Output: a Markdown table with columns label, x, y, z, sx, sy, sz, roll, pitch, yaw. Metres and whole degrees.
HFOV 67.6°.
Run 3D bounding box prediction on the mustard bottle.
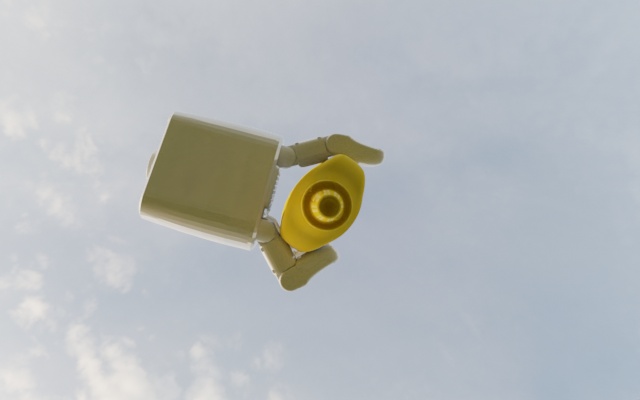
| label | x | y | z | sx | sy | sz | roll | pitch | yaw |
| --- | --- | --- | --- | --- | --- | --- | --- | --- | --- |
| mustard bottle | 0.000 | 0.002 | 0.450 | 0.058 | 0.096 | 0.191 | 39 | -1 | -3 |
